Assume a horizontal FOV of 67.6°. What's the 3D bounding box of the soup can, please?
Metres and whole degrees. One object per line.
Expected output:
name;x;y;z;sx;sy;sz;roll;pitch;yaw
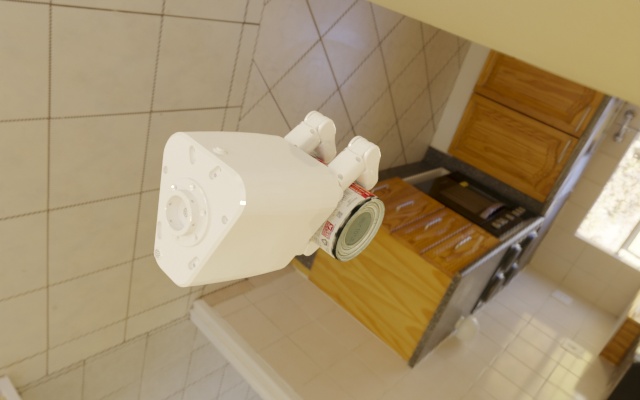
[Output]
soup can;0.001;0.002;0.445;0.102;0.068;0.068;35;19;30
